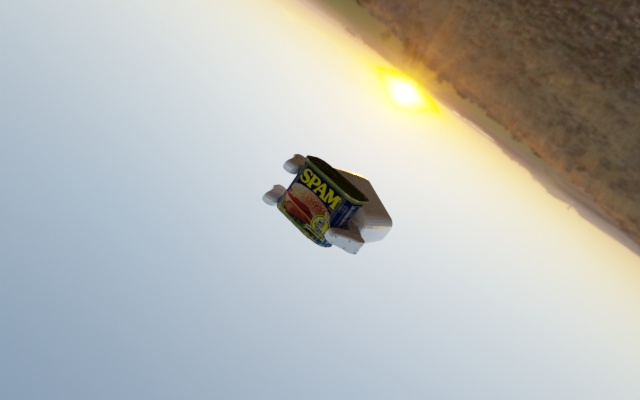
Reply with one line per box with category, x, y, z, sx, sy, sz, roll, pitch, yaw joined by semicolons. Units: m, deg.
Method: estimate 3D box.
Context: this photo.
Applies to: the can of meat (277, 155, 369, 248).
can of meat;0.000;0.002;0.650;0.102;0.084;0.057;43;19;23
